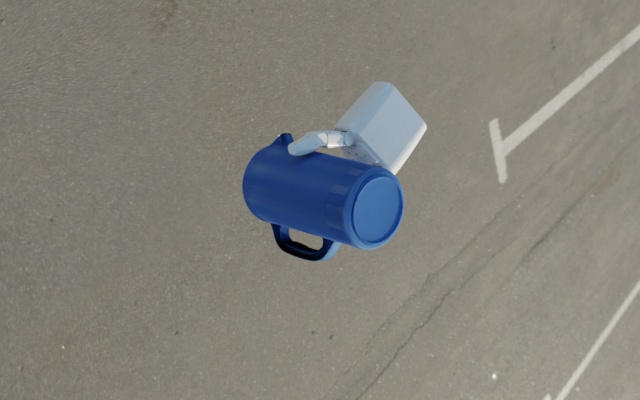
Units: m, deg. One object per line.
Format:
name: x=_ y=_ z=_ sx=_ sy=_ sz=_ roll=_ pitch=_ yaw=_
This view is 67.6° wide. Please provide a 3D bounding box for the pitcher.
pitcher: x=0.000 y=0.002 z=0.697 sx=0.243 sy=0.145 sz=0.149 roll=16 pitch=-30 yaw=51
